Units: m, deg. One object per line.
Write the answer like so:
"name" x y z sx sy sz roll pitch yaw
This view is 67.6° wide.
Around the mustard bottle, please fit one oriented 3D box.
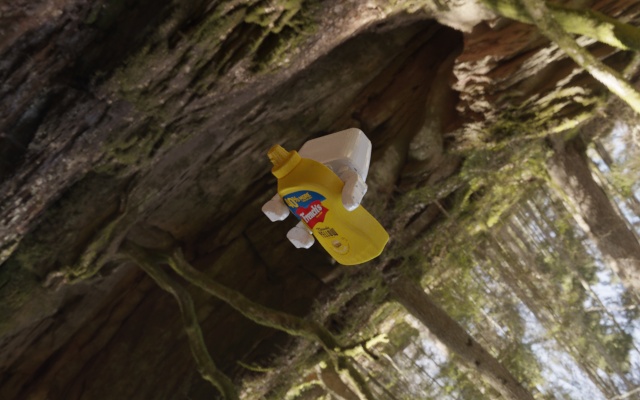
"mustard bottle" 0.000 0.002 0.632 0.096 0.192 0.058 -16 31 52
